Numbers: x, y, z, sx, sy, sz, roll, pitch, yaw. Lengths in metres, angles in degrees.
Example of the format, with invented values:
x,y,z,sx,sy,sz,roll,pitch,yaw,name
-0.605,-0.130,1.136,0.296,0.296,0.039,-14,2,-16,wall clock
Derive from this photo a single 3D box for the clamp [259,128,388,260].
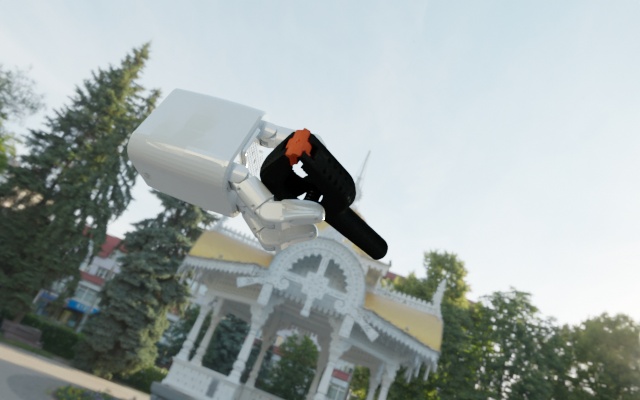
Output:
x,y,z,sx,sy,sz,roll,pitch,yaw,name
0.000,0.001,0.483,0.164,0.036,0.210,17,-24,6,clamp
